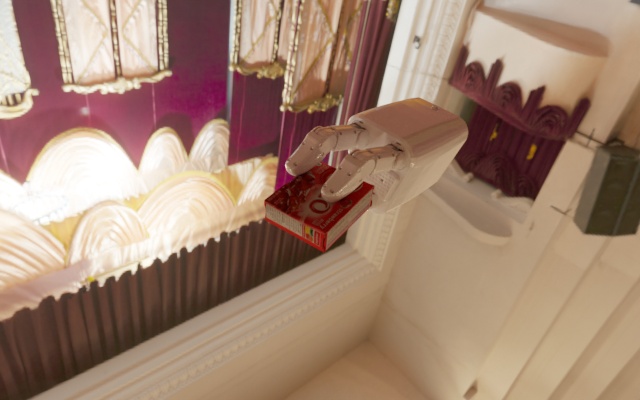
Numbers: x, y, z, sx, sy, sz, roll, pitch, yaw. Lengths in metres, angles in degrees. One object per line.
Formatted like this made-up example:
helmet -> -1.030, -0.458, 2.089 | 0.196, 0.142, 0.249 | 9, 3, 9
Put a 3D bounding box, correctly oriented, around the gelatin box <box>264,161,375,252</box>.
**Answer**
gelatin box -> 0.000, 0.002, 0.473 | 0.073, 0.030, 0.089 | 27, 46, 25
